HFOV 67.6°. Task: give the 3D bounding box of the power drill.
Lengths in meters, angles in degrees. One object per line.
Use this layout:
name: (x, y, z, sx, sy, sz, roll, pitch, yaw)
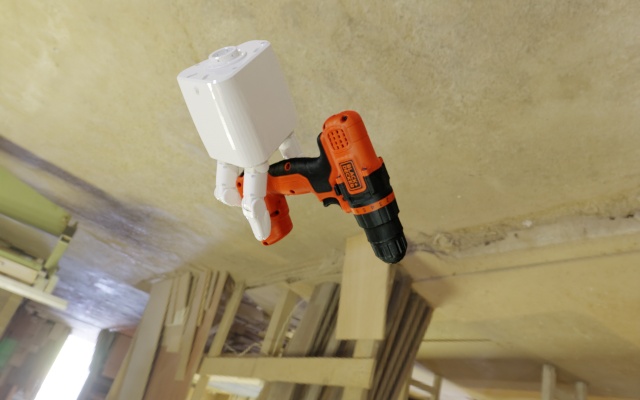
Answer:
power drill: (0.000, 0.002, 0.577, 0.188, 0.184, 0.057, -15, 12, 32)
